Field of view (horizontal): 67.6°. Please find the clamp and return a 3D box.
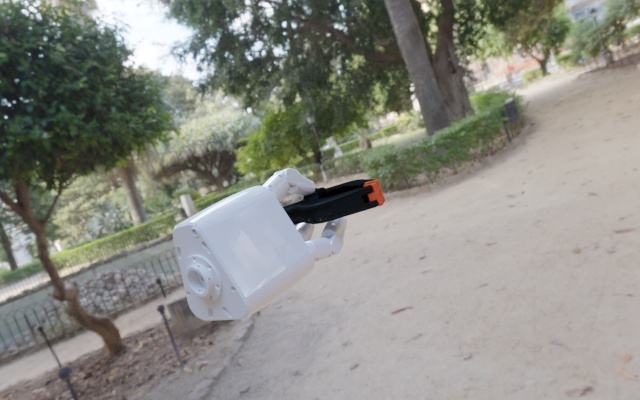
[{"bbox_3d":[0.000,0.001,0.616,0.210,0.036,0.164,-14,13,39],"label":"clamp"}]
